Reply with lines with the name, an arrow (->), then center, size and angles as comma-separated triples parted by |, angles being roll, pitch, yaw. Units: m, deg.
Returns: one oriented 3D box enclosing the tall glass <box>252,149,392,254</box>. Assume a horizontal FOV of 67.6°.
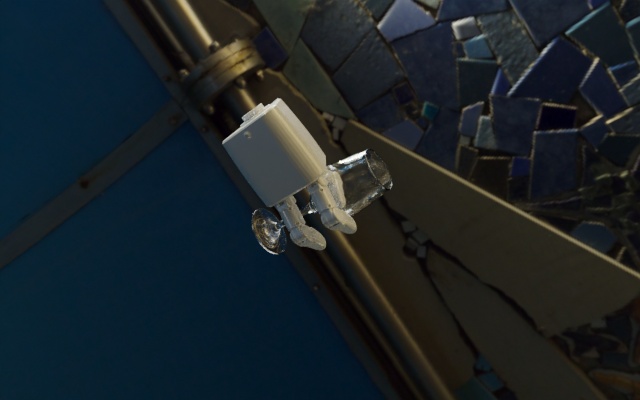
tall glass -> 0.000, 0.003, 0.671 | 0.201, 0.079, 0.079 | -29, -14, 27
